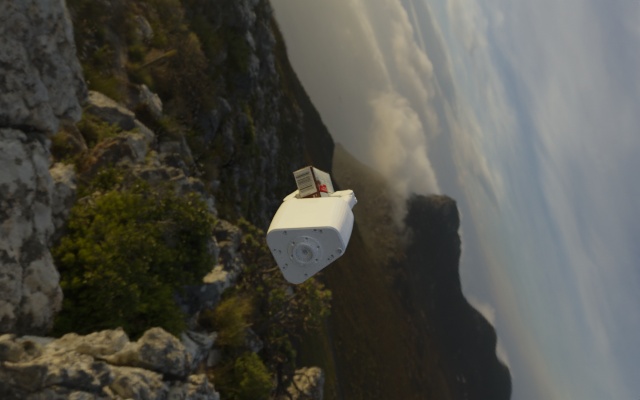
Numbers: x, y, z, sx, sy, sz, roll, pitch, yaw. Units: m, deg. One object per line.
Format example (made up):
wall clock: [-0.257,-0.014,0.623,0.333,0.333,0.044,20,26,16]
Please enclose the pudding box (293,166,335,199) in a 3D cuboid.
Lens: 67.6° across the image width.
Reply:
pudding box: [0.000,0.003,0.821,0.039,0.113,0.090,-19,-11,17]
